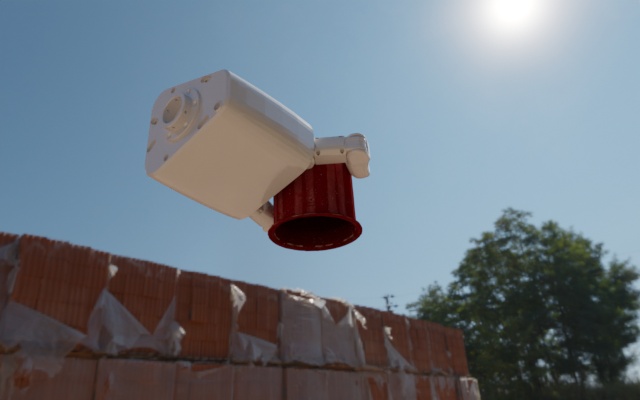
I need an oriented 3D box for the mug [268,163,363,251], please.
[{"bbox_3d":[0.001,0.002,0.496,0.093,0.081,0.117,-20,-32,30],"label":"mug"}]
